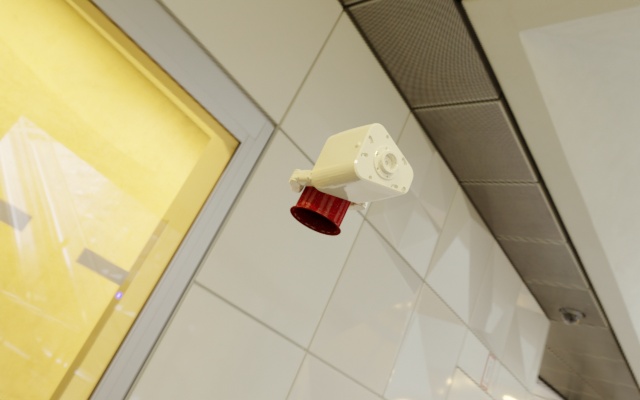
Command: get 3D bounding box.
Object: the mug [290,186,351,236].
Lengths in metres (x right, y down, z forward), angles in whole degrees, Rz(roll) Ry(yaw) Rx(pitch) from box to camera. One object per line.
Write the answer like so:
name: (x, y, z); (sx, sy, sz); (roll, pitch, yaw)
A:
mug: (-0.001, 0.003, 0.818); (0.093, 0.081, 0.117); (38, -25, -27)
